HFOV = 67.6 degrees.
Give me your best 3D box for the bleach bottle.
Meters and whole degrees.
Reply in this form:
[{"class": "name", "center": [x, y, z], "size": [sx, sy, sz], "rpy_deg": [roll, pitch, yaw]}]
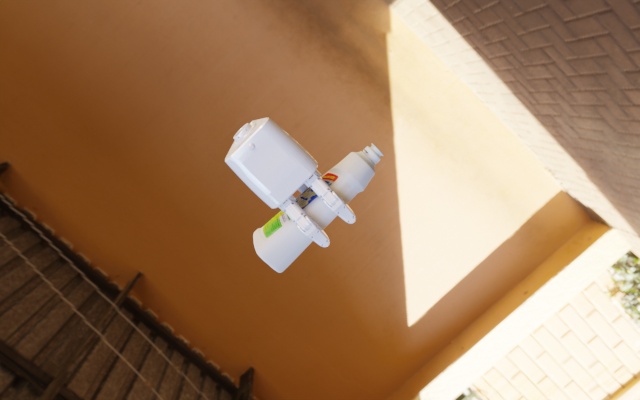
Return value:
[{"class": "bleach bottle", "center": [0.000, 0.003, 0.782], "size": [0.068, 0.251, 0.102], "rpy_deg": [44, 6, -19]}]
